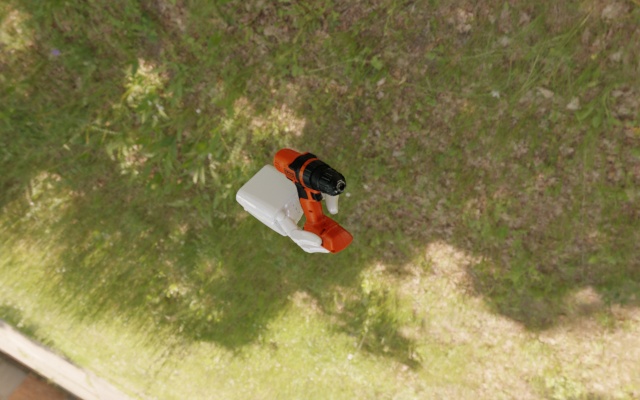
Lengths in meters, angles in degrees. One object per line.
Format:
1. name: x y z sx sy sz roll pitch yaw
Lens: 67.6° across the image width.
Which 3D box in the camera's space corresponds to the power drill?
1. power drill: 0.000 0.003 0.856 0.057 0.188 0.184 -33 36 -21
